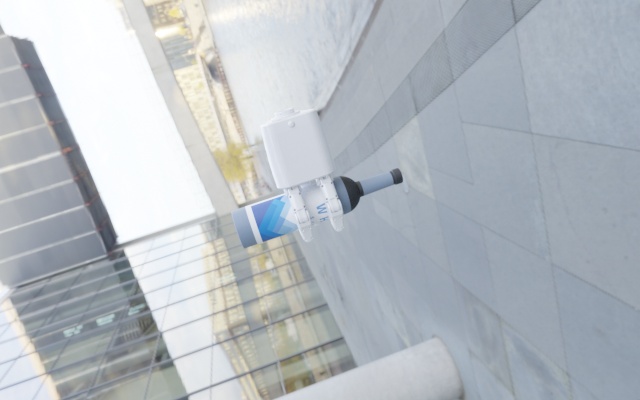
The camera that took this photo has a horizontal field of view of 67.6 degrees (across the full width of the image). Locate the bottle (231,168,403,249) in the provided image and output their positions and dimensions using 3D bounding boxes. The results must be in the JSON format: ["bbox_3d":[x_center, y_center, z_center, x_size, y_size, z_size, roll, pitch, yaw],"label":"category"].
[{"bbox_3d":[0.000,0.003,0.815,0.295,0.069,0.069,-19,2,-7],"label":"bottle"}]
